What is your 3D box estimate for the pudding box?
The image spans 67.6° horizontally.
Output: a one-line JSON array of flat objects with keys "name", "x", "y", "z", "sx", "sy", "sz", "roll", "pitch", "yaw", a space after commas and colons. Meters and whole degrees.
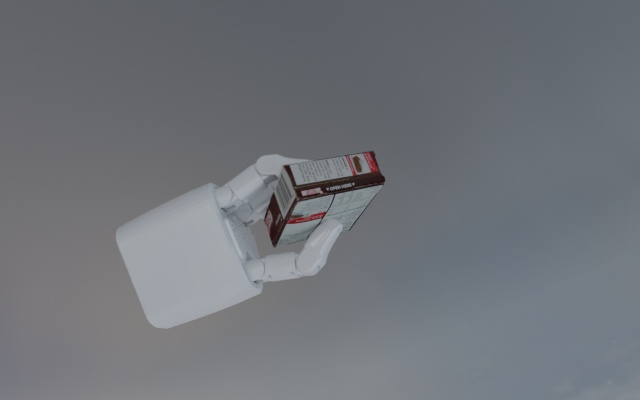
[{"name": "pudding box", "x": 0.000, "y": 0.002, "z": 0.461, "sx": 0.090, "sy": 0.039, "sz": 0.113, "roll": -12, "pitch": -21, "yaw": -22}]
